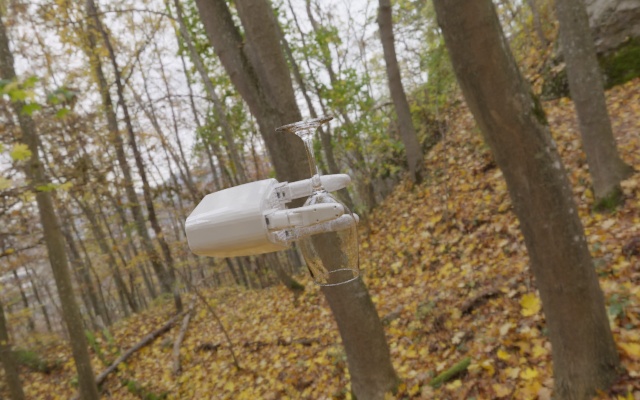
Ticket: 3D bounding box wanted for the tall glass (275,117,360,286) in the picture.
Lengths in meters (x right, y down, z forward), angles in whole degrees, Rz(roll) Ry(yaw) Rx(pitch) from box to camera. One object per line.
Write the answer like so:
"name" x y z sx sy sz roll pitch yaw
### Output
"tall glass" 0.000 0.001 0.600 0.079 0.201 0.079 -12 5 1
